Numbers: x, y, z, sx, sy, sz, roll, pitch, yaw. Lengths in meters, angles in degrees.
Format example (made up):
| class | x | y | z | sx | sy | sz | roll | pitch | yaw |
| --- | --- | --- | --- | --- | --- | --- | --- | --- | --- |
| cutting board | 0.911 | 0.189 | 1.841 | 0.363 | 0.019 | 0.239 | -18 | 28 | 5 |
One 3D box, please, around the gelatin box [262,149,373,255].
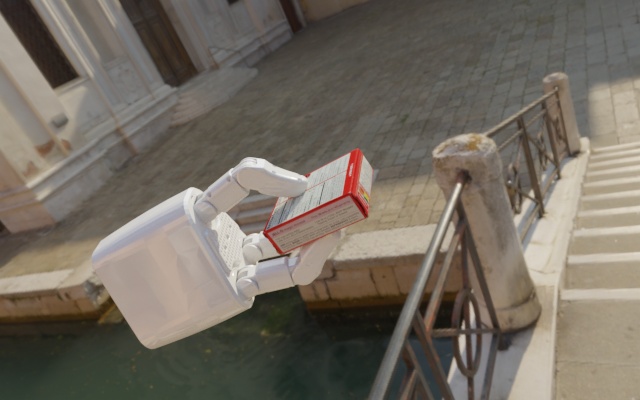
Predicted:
| class | x | y | z | sx | sy | sz | roll | pitch | yaw |
| --- | --- | --- | --- | --- | --- | --- | --- | --- | --- |
| gelatin box | 0.000 | 0.001 | 0.409 | 0.089 | 0.030 | 0.073 | -26 | 25 | 24 |
